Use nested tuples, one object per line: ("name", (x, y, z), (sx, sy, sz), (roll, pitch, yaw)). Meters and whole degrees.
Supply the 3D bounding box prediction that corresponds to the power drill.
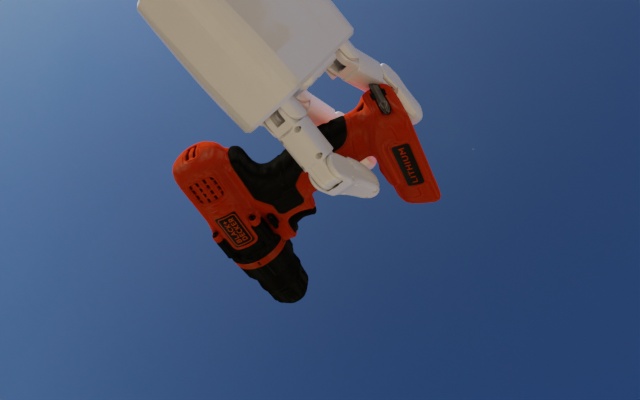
("power drill", (0.000, 0.001, 0.403), (0.187, 0.184, 0.057), (-25, 38, 8))
